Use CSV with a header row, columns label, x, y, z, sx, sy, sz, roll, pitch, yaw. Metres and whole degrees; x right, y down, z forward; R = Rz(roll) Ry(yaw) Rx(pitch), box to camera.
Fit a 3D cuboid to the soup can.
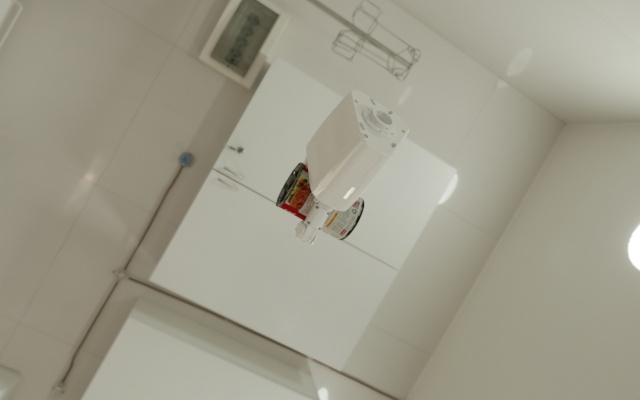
label,x,y,z,sx,sy,sz,roll,pitch,yaw
soup can,0.000,0.003,0.650,0.102,0.068,0.068,29,-7,-13
